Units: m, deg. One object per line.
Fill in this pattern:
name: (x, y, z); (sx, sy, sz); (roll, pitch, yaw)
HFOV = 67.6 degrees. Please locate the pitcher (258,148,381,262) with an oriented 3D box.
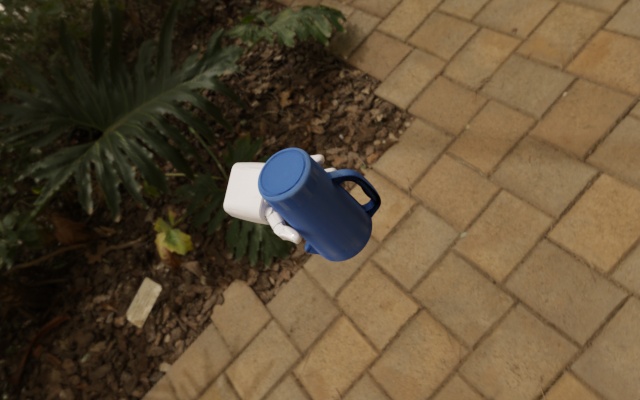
pitcher: (0.000, 0.003, 0.891); (0.145, 0.149, 0.243); (8, -24, 36)
